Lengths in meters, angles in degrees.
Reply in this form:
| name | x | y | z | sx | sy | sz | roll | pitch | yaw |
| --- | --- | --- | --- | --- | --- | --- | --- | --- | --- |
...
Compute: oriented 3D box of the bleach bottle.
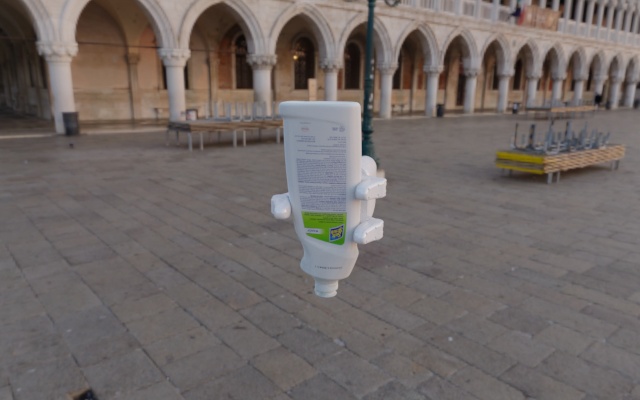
| name | x | y | z | sx | sy | sz | roll | pitch | yaw |
| --- | --- | --- | --- | --- | --- | --- | --- | --- | --- |
| bleach bottle | 0.000 | 0.002 | 0.611 | 0.102 | 0.251 | 0.068 | 3 | 14 | 11 |
